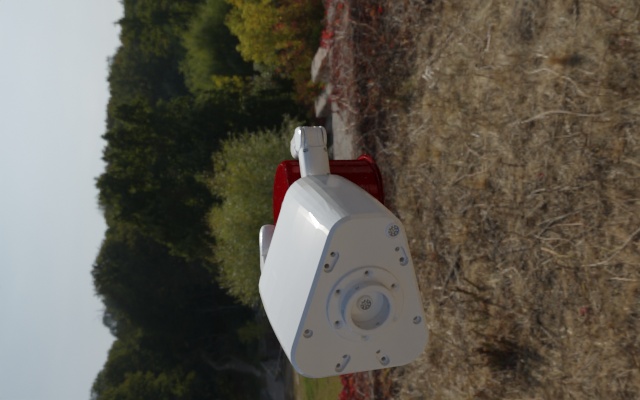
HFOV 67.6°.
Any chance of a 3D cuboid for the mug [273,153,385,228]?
[{"bbox_3d":[-0.001,0.001,0.445,0.081,0.093,0.117,-2,13,-16],"label":"mug"}]
